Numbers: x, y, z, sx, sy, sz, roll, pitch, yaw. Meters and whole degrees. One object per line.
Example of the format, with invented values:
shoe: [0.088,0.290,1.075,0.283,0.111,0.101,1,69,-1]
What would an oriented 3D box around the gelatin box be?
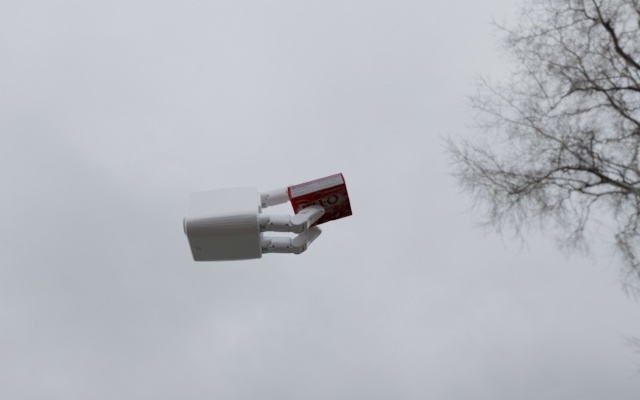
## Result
gelatin box: [0.000,0.002,0.741,0.089,0.073,0.030,-16,44,0]
